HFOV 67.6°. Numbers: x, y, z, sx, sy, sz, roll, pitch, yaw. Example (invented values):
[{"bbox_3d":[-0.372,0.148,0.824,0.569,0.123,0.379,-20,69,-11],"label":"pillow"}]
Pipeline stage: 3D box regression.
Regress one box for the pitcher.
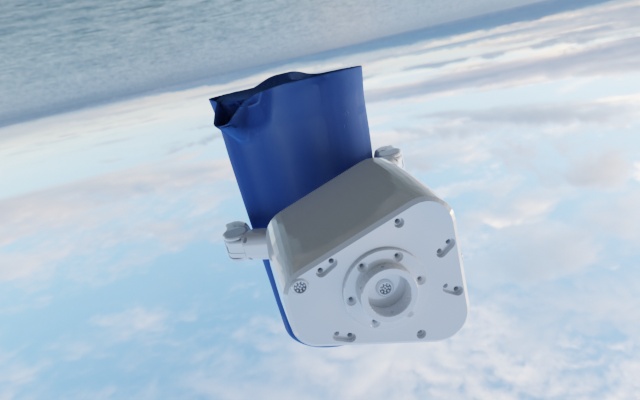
[{"bbox_3d":[0.000,0.002,0.448,0.149,0.243,0.145,-15,16,-7],"label":"pitcher"}]
